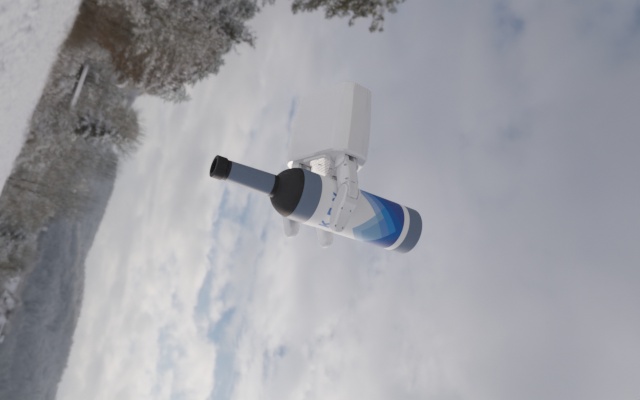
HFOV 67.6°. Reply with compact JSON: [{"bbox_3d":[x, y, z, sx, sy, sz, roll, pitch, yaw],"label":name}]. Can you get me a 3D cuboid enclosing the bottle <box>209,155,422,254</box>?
[{"bbox_3d":[0.000,0.002,0.620,0.296,0.069,0.069,19,-9,-27],"label":"bottle"}]
